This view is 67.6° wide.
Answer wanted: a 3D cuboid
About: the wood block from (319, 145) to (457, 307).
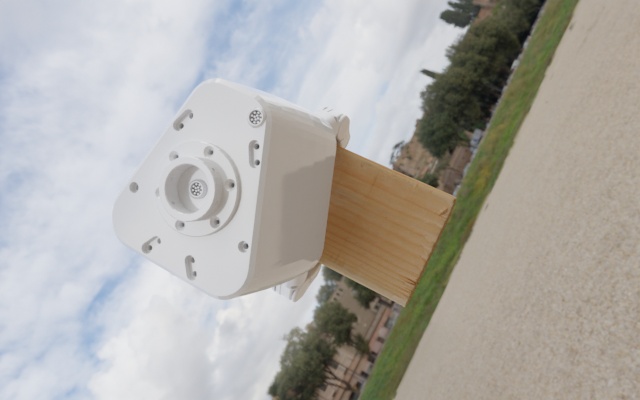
[{"bbox_3d":[0.000,0.001,0.411,0.206,0.091,0.090,26,-3,15],"label":"wood block"}]
